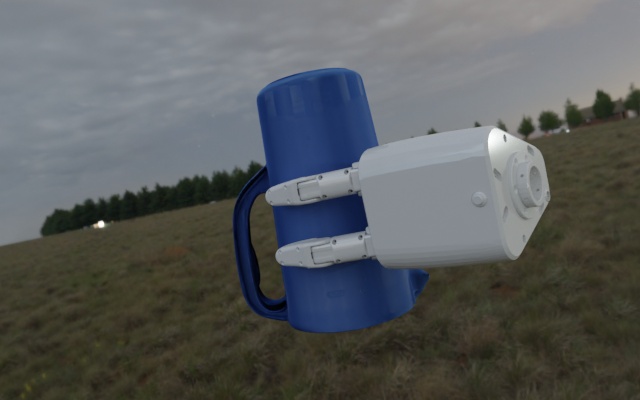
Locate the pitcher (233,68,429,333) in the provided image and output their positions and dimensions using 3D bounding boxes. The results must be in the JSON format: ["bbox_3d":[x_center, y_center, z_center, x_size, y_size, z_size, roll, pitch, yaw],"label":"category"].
[{"bbox_3d":[0.000,0.002,0.482,0.149,0.243,0.145,-14,4,-44],"label":"pitcher"}]
